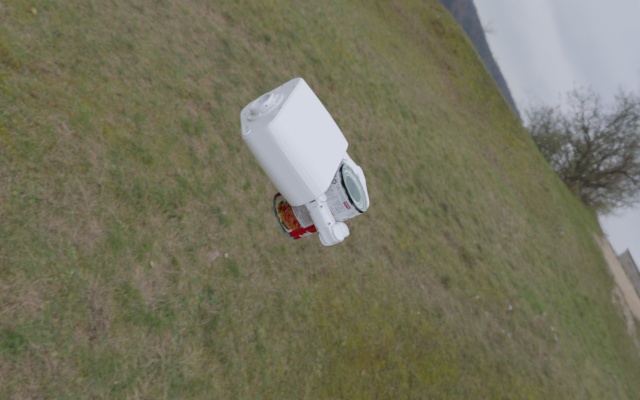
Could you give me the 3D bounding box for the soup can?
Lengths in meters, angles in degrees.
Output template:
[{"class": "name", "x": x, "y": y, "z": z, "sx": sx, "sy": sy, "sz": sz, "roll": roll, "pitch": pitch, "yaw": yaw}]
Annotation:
[{"class": "soup can", "x": 0.001, "y": 0.002, "z": 0.612, "sx": 0.102, "sy": 0.068, "sz": 0.068, "roll": -23, "pitch": -9, "yaw": 22}]
